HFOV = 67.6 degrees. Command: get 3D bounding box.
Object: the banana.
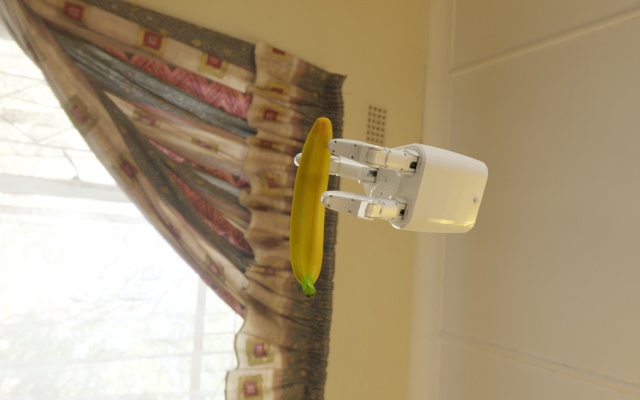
[{"bbox_3d":[-0.008,0.008,0.537,0.037,0.197,0.069,9,-14,-24],"label":"banana"}]
